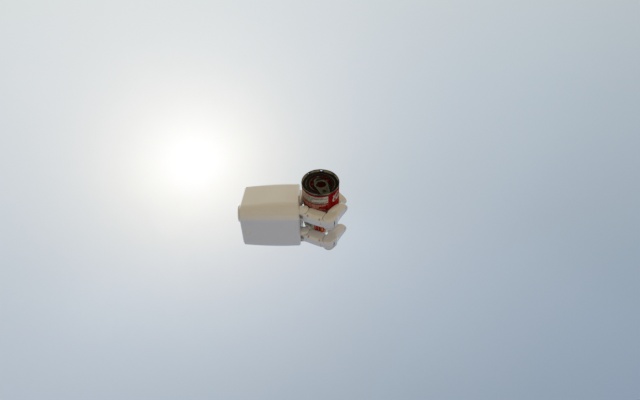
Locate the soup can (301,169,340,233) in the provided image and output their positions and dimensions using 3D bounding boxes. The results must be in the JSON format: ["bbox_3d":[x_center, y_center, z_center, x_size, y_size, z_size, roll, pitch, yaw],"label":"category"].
[{"bbox_3d":[0.001,0.003,0.871,0.068,0.102,0.068,0,44,0],"label":"soup can"}]
